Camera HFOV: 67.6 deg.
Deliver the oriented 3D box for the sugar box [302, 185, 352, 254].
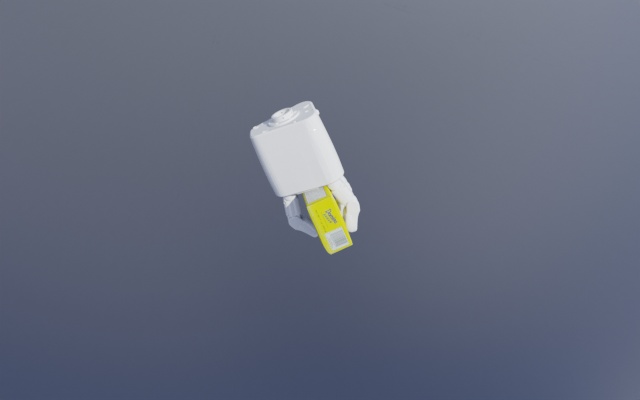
[{"bbox_3d":[0.001,0.002,0.777,0.048,0.093,0.176,-22,27,3],"label":"sugar box"}]
